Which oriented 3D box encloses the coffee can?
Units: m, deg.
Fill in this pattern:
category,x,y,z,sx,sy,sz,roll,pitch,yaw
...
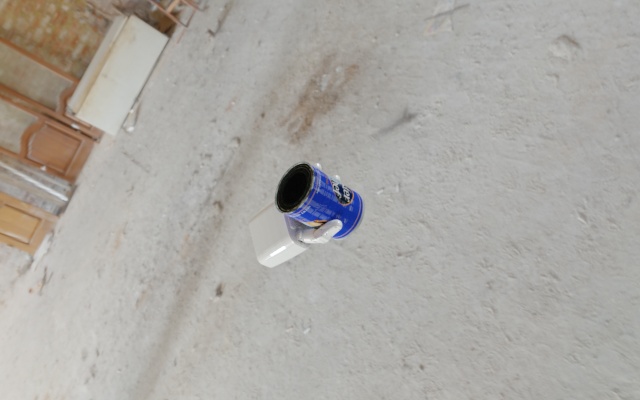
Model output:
category,x,y,z,sx,sy,sz,roll,pitch,yaw
coffee can,0.000,0.003,0.894,0.140,0.102,0.103,29,-19,-37
